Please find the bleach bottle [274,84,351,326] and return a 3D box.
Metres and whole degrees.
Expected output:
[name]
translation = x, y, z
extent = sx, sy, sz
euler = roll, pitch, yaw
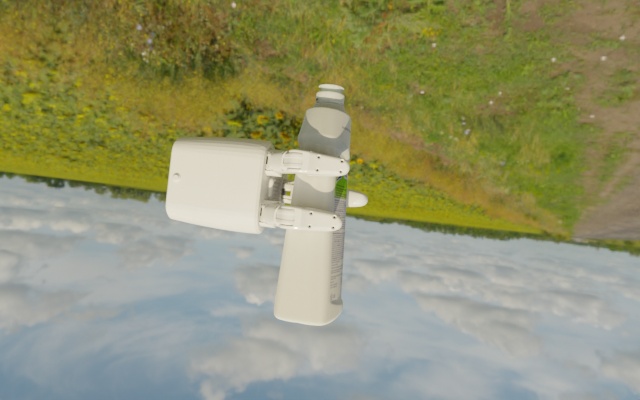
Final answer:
[bleach bottle]
translation = 0.000, 0.002, 0.527
extent = 0.068, 0.251, 0.102
euler = 6, -1, 12
